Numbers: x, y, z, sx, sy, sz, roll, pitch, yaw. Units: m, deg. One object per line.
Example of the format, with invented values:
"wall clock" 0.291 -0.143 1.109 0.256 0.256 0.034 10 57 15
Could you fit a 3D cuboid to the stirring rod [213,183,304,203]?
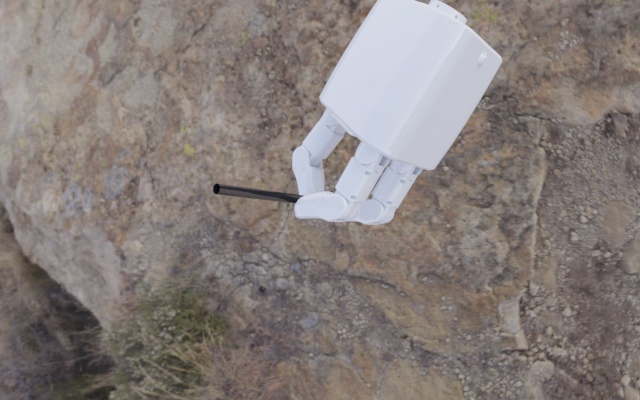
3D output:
"stirring rod" 0.000 0.001 0.438 0.011 0.011 0.239 0 -5 39
